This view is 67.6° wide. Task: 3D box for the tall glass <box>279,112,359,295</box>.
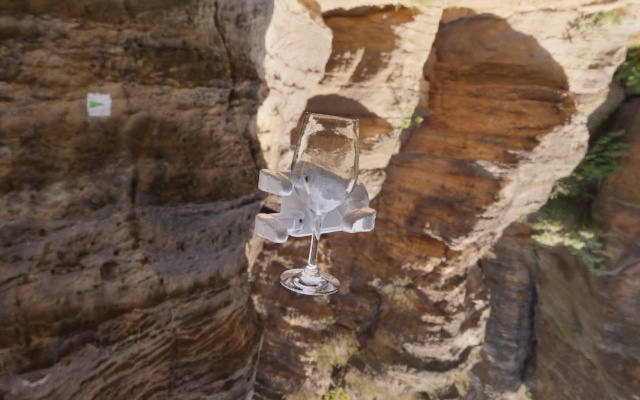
[{"bbox_3d":[0.000,0.003,0.556,0.079,0.201,0.079,7,12,-2],"label":"tall glass"}]
